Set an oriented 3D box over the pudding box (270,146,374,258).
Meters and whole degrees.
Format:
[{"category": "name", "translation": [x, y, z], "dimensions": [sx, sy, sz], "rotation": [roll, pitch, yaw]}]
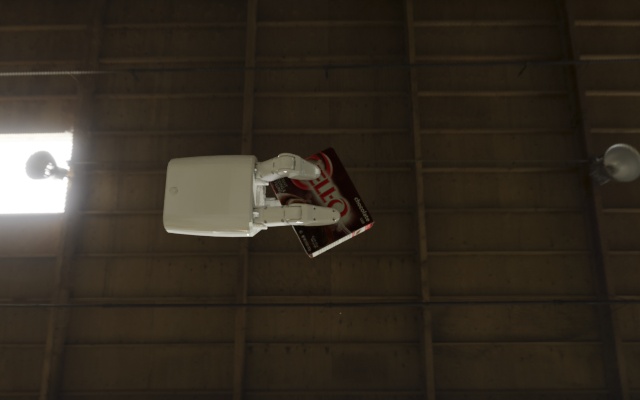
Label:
[{"category": "pudding box", "translation": [0.000, 0.002, 0.591], "dimensions": [0.090, 0.113, 0.039], "rotation": [-27, -12, -6]}]
